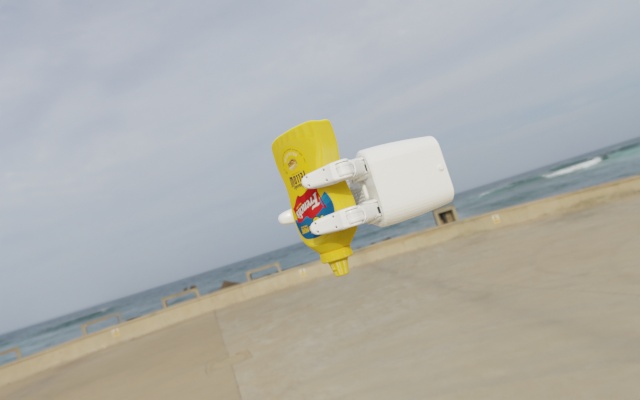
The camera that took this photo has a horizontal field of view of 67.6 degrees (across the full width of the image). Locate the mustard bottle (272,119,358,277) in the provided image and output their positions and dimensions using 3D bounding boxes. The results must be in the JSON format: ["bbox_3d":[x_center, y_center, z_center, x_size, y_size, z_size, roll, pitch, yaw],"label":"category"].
[{"bbox_3d":[0.000,0.002,0.605,0.058,0.191,0.096,-14,-6,-43],"label":"mustard bottle"}]
